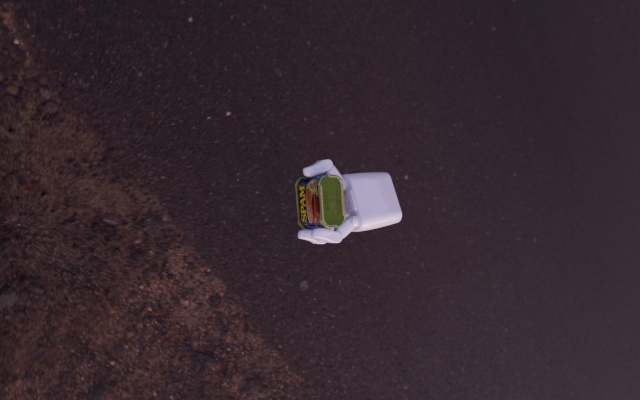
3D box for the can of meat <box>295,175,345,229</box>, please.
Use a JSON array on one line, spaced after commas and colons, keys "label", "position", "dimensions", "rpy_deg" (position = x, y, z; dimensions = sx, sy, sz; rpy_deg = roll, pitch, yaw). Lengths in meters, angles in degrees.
[{"label": "can of meat", "position": [0.000, 0.003, 0.895], "dimensions": [0.057, 0.102, 0.084], "rpy_deg": [-4, 0, -33]}]
